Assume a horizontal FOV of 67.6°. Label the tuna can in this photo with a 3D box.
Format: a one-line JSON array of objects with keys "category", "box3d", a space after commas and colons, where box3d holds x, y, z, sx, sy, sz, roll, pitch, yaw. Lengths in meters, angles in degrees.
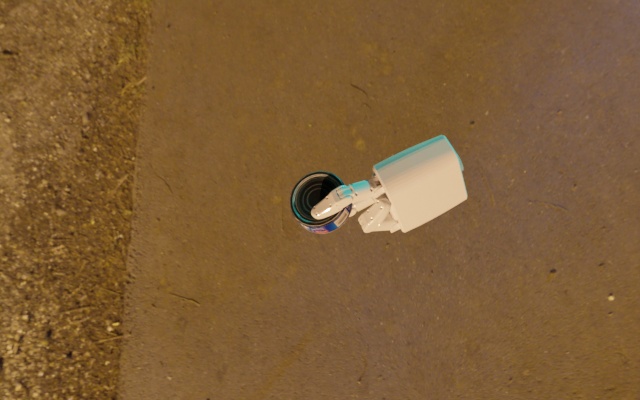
[{"category": "tuna can", "box3d": [0.000, 0.002, 0.678, 0.086, 0.086, 0.034, 0, -20, 18]}]
